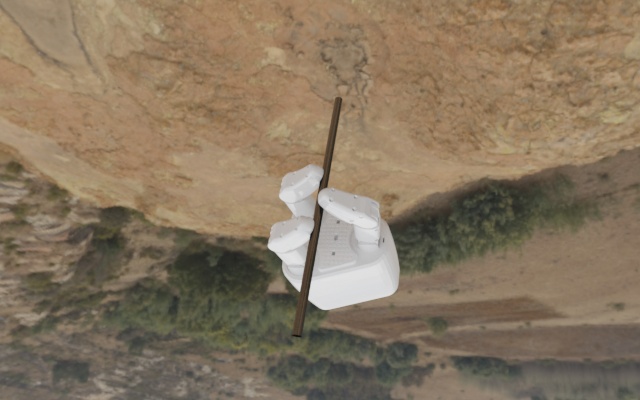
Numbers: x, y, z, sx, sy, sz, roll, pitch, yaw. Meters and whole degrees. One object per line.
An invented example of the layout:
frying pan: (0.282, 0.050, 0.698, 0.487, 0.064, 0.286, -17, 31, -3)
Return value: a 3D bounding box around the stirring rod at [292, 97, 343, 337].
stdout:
stirring rod: (0.000, 0.001, 0.429, 0.011, 0.239, 0.011, 8, -28, 4)
